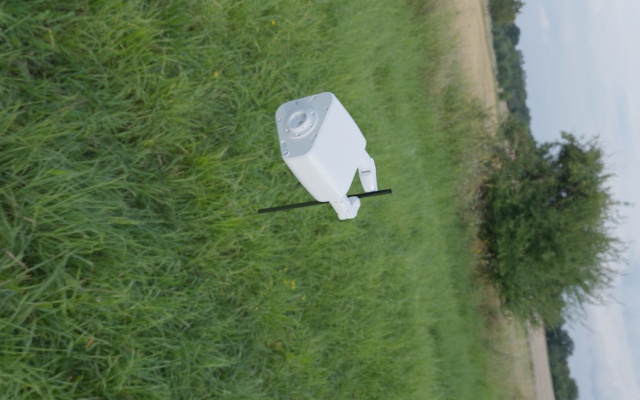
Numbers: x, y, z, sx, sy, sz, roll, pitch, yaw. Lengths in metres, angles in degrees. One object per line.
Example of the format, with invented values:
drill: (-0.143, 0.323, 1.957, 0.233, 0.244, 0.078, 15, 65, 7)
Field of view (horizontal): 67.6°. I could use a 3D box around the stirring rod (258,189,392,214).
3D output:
stirring rod: (0.000, 0.003, 0.781, 0.239, 0.011, 0.011, -9, -4, 25)
